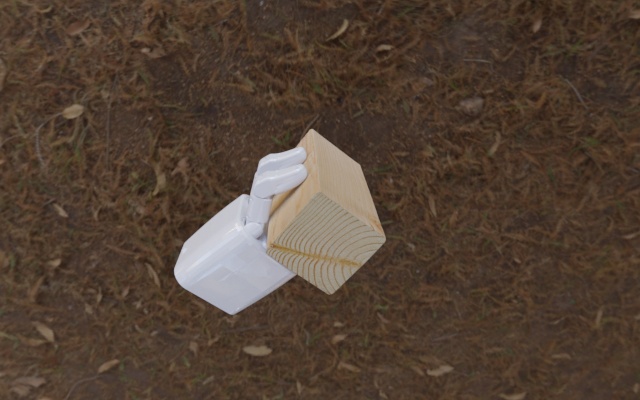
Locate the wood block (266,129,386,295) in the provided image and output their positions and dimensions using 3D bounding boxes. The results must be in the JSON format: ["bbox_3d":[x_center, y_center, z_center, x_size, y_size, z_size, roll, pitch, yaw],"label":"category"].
[{"bbox_3d":[0.000,0.002,0.570,0.091,0.090,0.206,36,18,-18],"label":"wood block"}]
